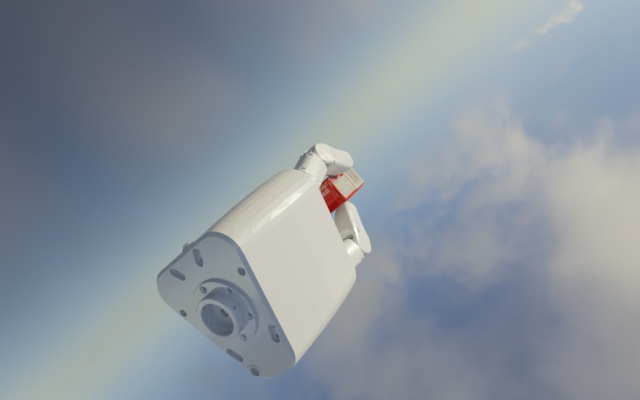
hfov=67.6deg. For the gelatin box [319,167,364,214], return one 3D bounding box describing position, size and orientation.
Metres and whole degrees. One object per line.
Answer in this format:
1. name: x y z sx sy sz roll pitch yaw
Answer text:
1. gelatin box: 0.000 0.002 0.478 0.073 0.030 0.089 -39 0 21
